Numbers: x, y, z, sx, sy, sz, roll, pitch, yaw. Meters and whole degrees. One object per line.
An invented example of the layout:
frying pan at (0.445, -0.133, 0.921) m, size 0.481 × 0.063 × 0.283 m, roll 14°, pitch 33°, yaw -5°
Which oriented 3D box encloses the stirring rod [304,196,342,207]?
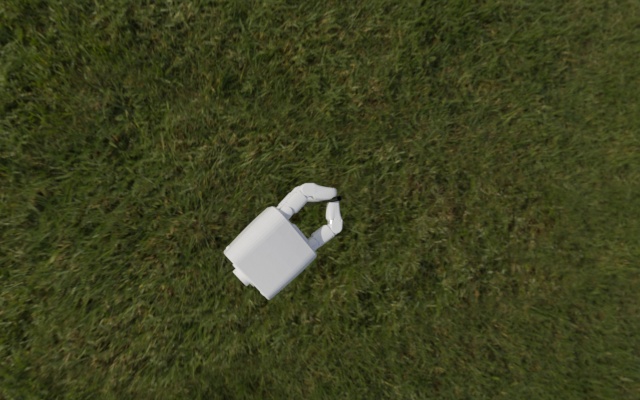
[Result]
stirring rod at (0.000, 0.003, 0.845) m, size 0.011 × 0.011 × 0.239 m, roll 0°, pitch -3°, yaw -14°
